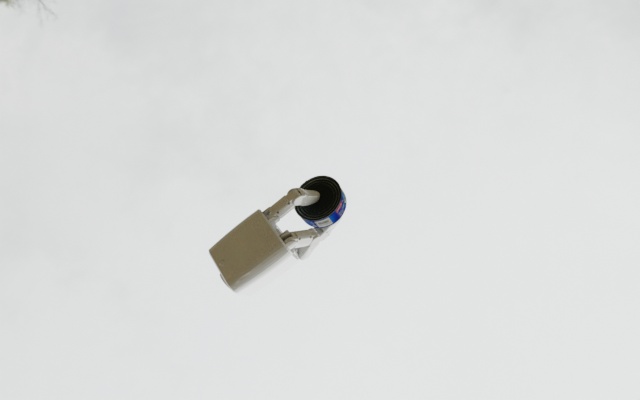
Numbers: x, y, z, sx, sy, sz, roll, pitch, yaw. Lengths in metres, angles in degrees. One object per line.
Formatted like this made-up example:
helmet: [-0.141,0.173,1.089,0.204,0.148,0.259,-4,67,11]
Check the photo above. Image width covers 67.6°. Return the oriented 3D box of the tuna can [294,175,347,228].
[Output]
tuna can: [0.000,0.003,0.805,0.086,0.086,0.034,0,-28,23]
